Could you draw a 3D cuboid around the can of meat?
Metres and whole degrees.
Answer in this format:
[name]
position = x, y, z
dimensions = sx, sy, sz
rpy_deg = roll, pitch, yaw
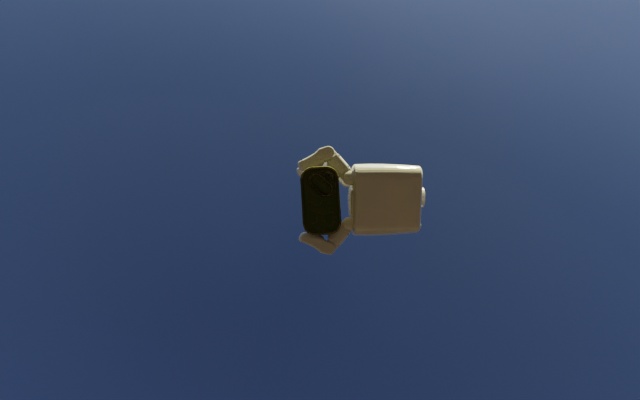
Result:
[can of meat]
position = 0.000, 0.003, 0.745
dimensions = 0.057, 0.102, 0.084
rpy_deg = -4, -3, -1
